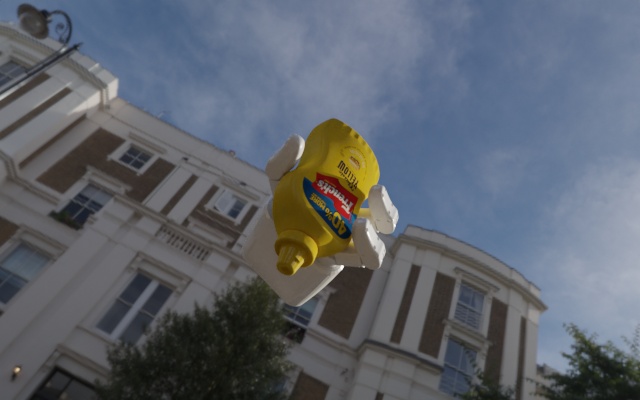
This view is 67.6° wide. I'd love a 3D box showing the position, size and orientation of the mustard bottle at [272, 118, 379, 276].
[{"bbox_3d":[0.000,0.001,0.499,0.058,0.096,0.191,-21,29,39],"label":"mustard bottle"}]
